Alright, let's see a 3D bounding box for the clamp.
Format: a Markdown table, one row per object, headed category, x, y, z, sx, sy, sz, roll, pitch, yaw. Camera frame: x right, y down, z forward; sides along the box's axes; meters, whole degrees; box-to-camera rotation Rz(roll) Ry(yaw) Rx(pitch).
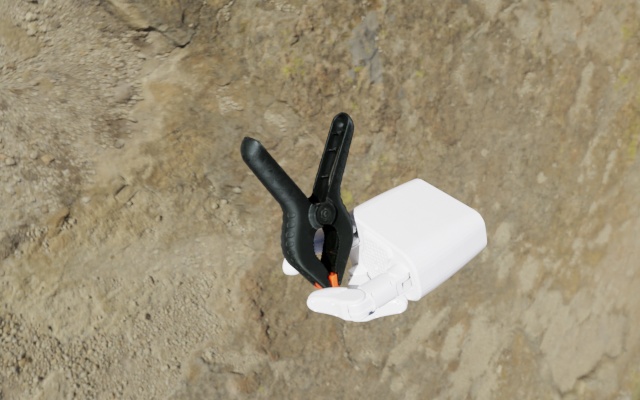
| category | x | y | z | sx | sy | sz | roll | pitch | yaw |
| --- | --- | --- | --- | --- | --- | --- | --- | --- | --- |
| clamp | 0.000 | 0.002 | 0.452 | 0.120 | 0.171 | 0.039 | -28 | 26 | -26 |
